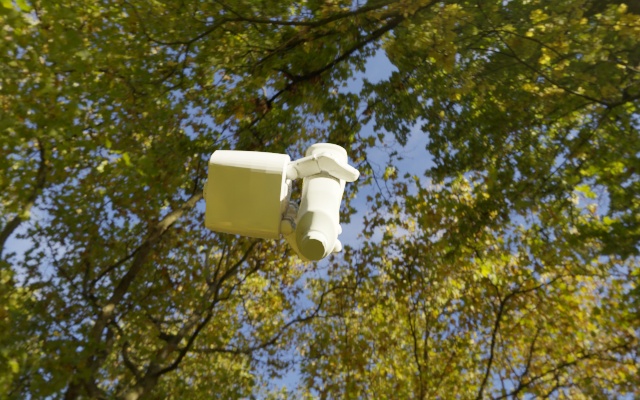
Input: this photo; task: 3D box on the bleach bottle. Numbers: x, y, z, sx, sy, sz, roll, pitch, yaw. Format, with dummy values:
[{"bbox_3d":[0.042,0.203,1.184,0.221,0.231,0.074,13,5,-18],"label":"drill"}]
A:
[{"bbox_3d":[0.000,0.002,0.664,0.068,0.103,0.250,5,22,1],"label":"bleach bottle"}]
